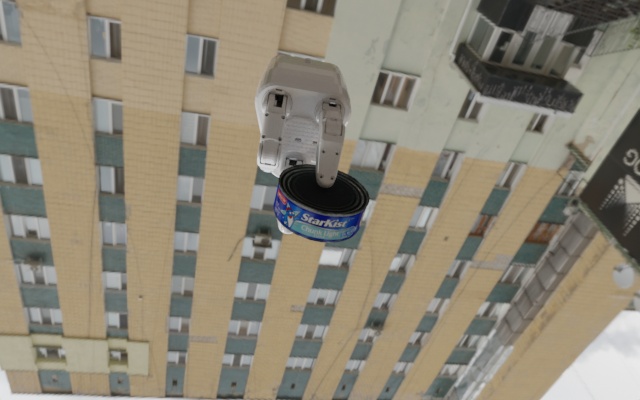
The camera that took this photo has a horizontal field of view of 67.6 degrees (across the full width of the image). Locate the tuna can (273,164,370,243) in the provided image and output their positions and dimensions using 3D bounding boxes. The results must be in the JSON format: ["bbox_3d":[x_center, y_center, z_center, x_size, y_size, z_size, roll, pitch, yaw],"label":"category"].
[{"bbox_3d":[0.000,0.002,0.445,0.086,0.034,0.086,11,31,-7],"label":"tuna can"}]
